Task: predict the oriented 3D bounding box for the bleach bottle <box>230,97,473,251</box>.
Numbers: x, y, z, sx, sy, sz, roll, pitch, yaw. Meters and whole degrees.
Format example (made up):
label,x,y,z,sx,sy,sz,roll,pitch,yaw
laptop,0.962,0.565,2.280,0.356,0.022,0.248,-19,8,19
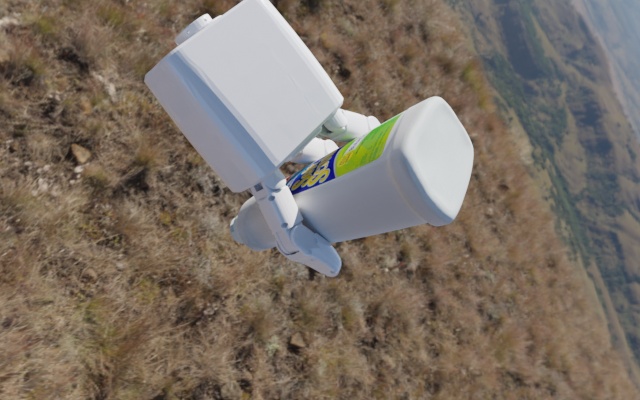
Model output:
label,x,y,z,sx,sy,sz,roll,pitch,yaw
bleach bottle,0.000,0.001,0.412,0.251,0.068,0.102,-22,25,41
